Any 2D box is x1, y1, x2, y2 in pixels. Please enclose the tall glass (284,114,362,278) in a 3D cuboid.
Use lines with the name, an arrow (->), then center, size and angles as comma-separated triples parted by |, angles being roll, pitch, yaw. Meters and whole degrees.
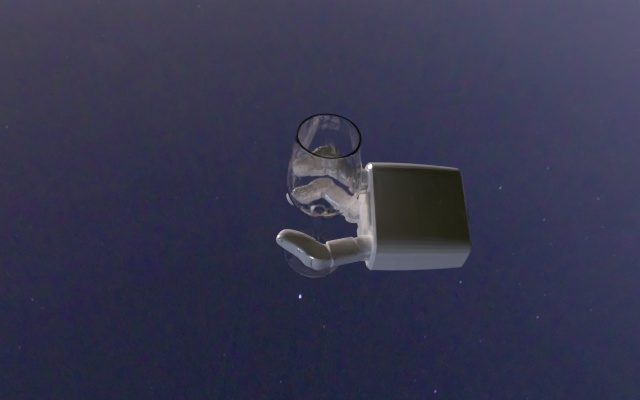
tall glass -> 0.000, 0.002, 0.521 | 0.079, 0.079, 0.201 | 0, -39, -6
